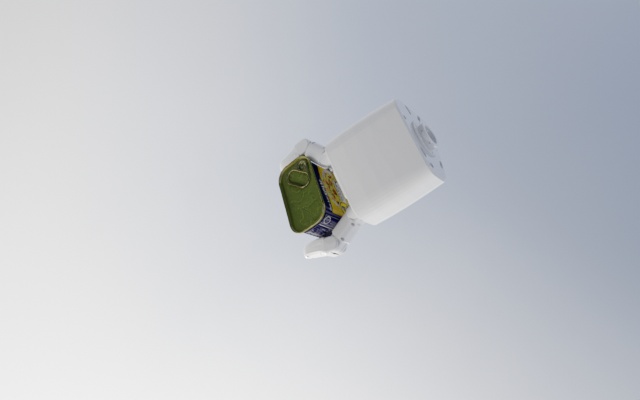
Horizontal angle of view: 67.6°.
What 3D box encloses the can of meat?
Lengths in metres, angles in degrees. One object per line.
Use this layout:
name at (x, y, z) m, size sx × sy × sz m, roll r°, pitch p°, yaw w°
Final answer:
can of meat at (0.000, 0.002, 0.628) m, size 0.057 × 0.102 × 0.084 m, roll -36°, pitch -36°, yaw 26°
